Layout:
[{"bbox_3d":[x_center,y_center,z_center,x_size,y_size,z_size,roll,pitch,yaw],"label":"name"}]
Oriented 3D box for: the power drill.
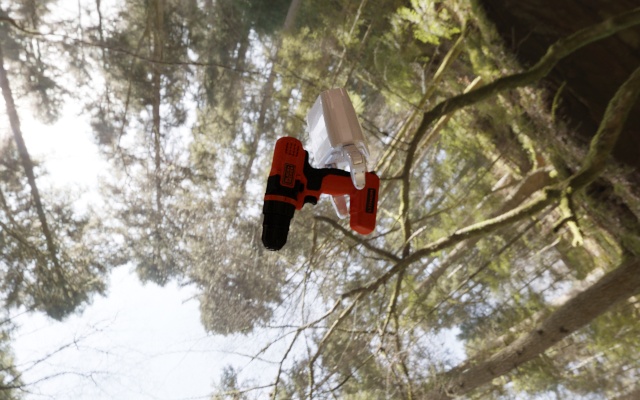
[{"bbox_3d":[0.001,0.002,0.773,0.188,0.184,0.057,13,-12,-23],"label":"power drill"}]
